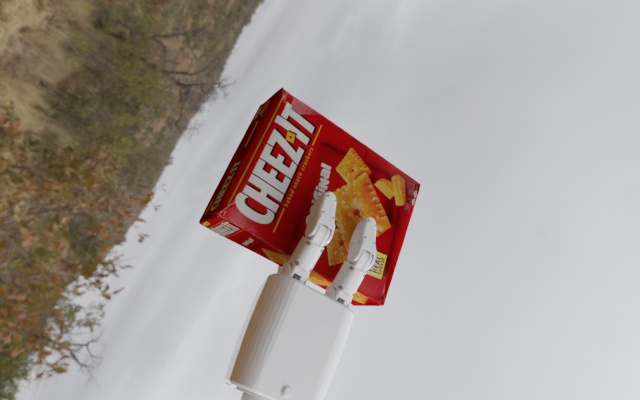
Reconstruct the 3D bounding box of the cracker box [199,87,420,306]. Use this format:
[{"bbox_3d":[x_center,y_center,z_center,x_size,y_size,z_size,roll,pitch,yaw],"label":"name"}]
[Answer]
[{"bbox_3d":[0.000,0.002,0.542,0.214,0.164,0.072,32,-25,-21],"label":"cracker box"}]
